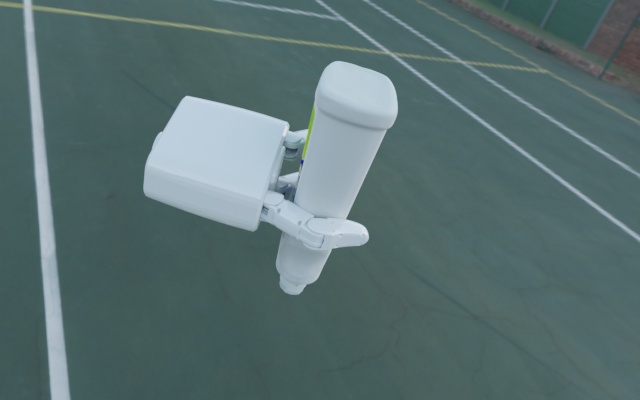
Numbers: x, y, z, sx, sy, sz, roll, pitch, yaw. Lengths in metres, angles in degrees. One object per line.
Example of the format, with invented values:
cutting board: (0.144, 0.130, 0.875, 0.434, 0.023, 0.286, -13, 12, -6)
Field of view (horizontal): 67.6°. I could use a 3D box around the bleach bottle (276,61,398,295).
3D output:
bleach bottle: (0.000, 0.001, 0.465, 0.068, 0.251, 0.102, 16, 33, -3)
